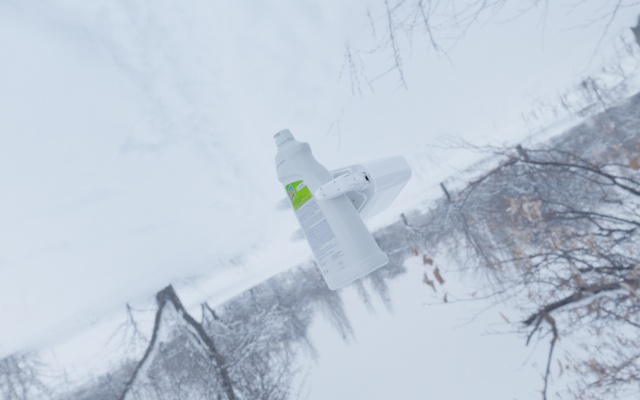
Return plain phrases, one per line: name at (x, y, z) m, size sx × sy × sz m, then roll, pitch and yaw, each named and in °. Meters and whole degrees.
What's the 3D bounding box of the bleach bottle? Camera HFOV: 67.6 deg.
bleach bottle at (0.000, 0.002, 0.717) m, size 0.068 × 0.251 × 0.103 m, roll -19°, pitch -12°, yaw -43°
